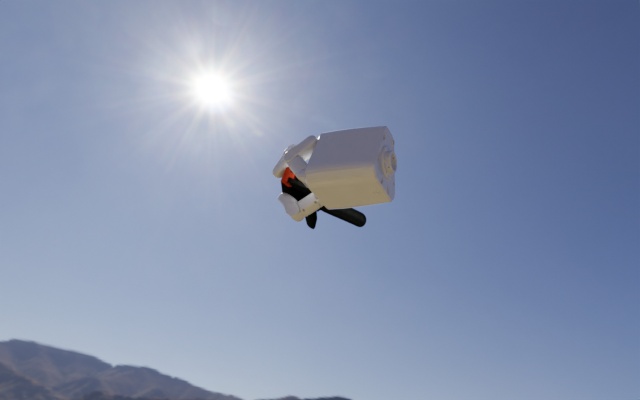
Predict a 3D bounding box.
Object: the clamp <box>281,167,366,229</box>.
[{"bbox_3d":[0.000,0.002,0.795,0.120,0.039,0.171,-5,-31,26],"label":"clamp"}]
